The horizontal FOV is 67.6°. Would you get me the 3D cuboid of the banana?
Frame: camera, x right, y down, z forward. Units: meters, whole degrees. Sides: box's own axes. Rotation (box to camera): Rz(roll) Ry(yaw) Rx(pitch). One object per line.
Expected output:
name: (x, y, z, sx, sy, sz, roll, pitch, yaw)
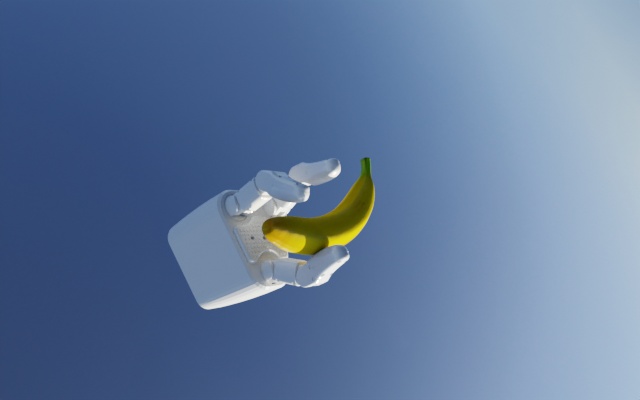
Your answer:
banana: (0.010, 0.017, 0.496, 0.037, 0.069, 0.197, -22, 9, 37)
